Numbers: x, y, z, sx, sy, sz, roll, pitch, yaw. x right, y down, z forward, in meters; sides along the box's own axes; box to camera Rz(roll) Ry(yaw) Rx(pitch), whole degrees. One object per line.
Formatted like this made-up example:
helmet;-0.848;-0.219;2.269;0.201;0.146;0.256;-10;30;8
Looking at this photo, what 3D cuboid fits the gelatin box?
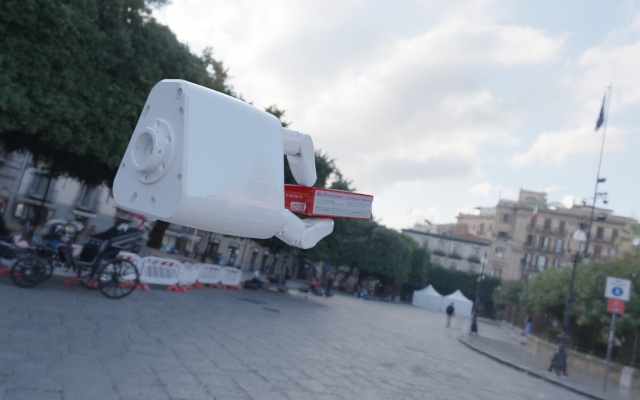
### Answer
gelatin box;0.000;0.001;0.508;0.089;0.030;0.073;5;2;-41
